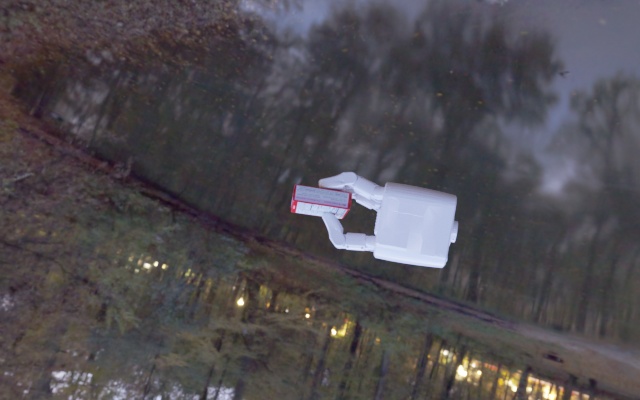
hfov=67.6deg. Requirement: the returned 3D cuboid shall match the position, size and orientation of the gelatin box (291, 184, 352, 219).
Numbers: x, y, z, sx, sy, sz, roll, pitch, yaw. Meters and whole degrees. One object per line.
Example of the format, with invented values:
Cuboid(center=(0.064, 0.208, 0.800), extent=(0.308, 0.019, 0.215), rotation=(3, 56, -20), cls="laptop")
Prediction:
Cuboid(center=(0.000, 0.003, 0.745), extent=(0.089, 0.030, 0.073), rotation=(8, -15, -4), cls="gelatin box")
